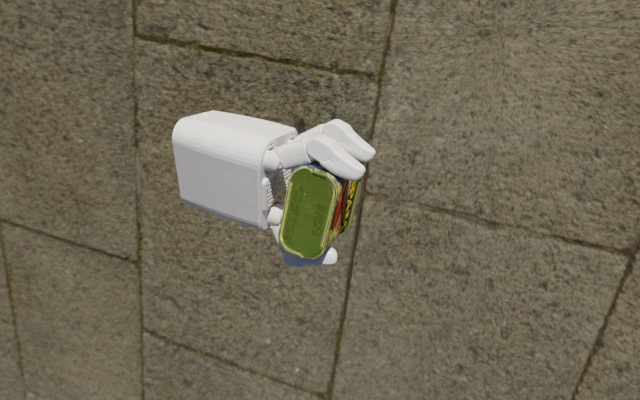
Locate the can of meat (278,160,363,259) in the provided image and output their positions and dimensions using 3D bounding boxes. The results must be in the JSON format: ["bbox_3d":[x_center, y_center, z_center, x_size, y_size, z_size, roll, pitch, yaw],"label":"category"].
[{"bbox_3d":[0.000,0.002,0.504,0.057,0.102,0.084,19,24,14],"label":"can of meat"}]
